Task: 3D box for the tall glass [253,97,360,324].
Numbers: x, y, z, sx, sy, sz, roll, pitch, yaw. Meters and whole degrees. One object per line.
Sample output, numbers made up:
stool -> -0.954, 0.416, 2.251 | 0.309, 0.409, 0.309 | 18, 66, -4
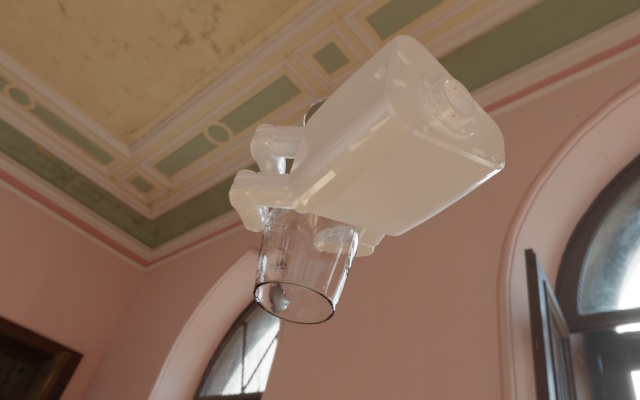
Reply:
tall glass -> 0.000, 0.001, 0.413 | 0.079, 0.201, 0.079 | 9, -39, 7
